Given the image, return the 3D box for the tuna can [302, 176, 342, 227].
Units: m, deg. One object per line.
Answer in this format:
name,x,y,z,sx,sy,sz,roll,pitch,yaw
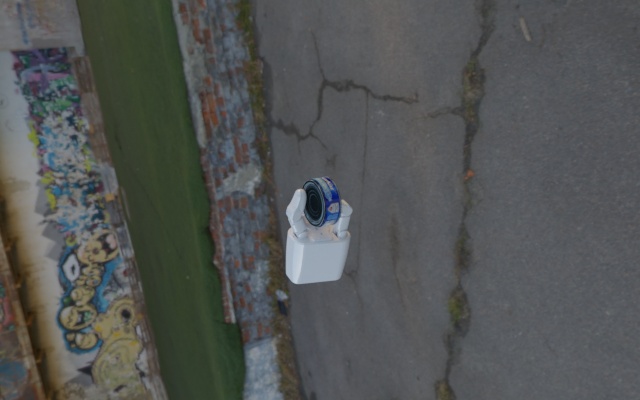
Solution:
tuna can,0.000,0.003,0.826,0.034,0.086,0.086,-10,5,-29
